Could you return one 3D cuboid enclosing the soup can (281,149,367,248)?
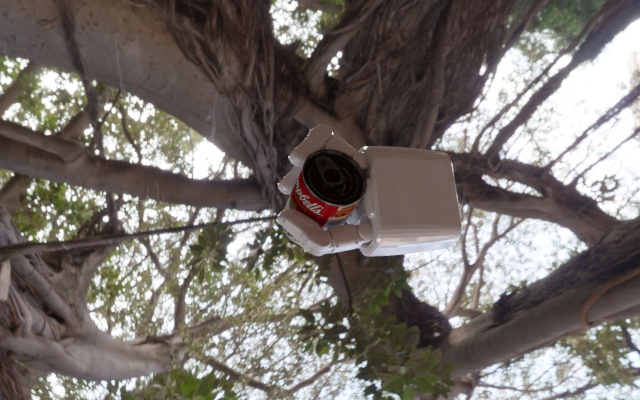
[{"bbox_3d":[0.000,0.002,0.516,0.068,0.068,0.102,0,-31,-20],"label":"soup can"}]
